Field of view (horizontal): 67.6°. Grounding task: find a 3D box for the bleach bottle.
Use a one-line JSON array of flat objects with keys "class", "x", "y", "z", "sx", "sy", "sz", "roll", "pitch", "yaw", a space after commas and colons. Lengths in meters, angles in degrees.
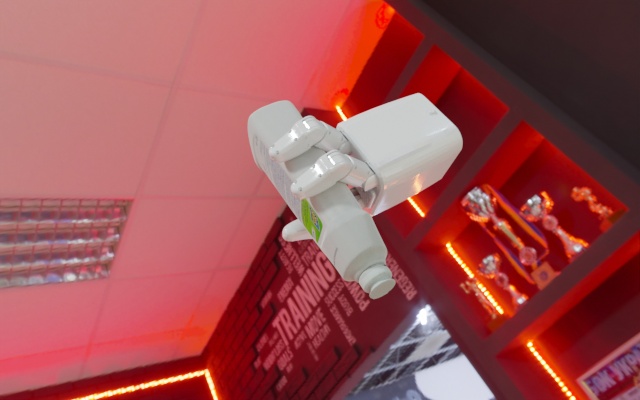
[{"class": "bleach bottle", "x": 0.000, "y": 0.002, "z": 0.517, "sx": 0.068, "sy": 0.250, "sz": 0.103, "roll": -25, "pitch": -35, "yaw": -13}]
